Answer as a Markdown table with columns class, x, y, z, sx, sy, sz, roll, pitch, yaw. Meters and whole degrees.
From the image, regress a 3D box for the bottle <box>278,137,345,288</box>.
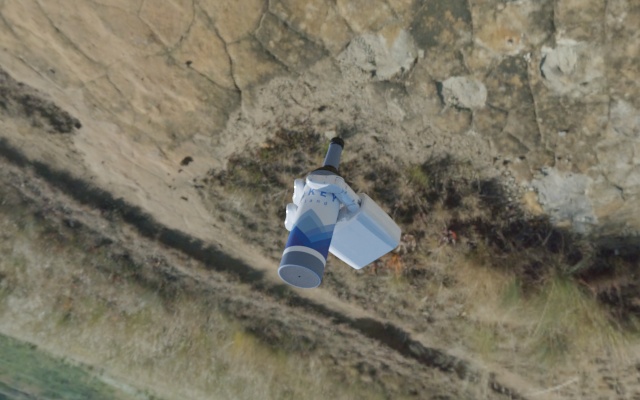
| class | x | y | z | sx | sy | sz | roll | pitch | yaw |
| --- | --- | --- | --- | --- | --- | --- | --- | --- | --- |
| bottle | 0.000 | 0.003 | 0.801 | 0.069 | 0.295 | 0.069 | 10 | -38 | 8 |
